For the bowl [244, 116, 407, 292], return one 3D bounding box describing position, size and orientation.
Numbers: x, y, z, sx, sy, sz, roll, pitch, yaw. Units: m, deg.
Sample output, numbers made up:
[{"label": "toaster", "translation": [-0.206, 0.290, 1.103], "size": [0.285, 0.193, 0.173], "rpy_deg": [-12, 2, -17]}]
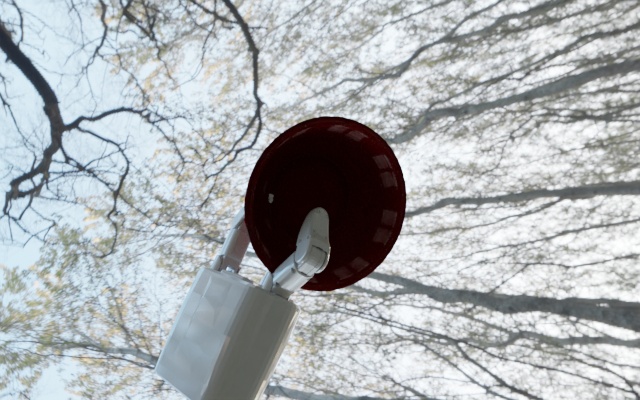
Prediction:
[{"label": "bowl", "translation": [0.001, 0.000, 0.457], "size": [0.162, 0.162, 0.055], "rpy_deg": [0, 8, -23]}]
